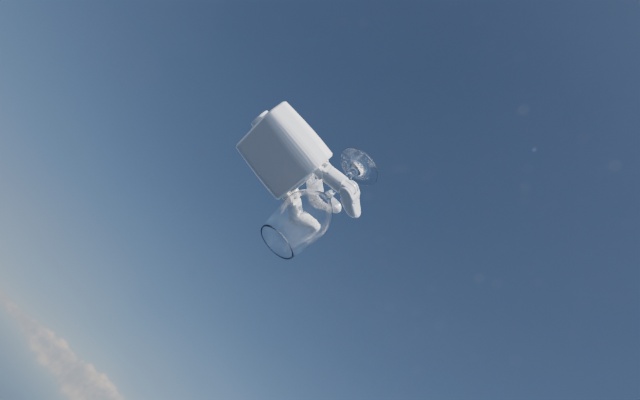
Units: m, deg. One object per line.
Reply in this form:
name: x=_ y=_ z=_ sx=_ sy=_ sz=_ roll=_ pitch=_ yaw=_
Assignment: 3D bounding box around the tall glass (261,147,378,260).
tall glass: x=0.001 y=0.002 z=0.722 sx=0.079 sy=0.079 sz=0.201 roll=0 pitch=35 yaw=50
